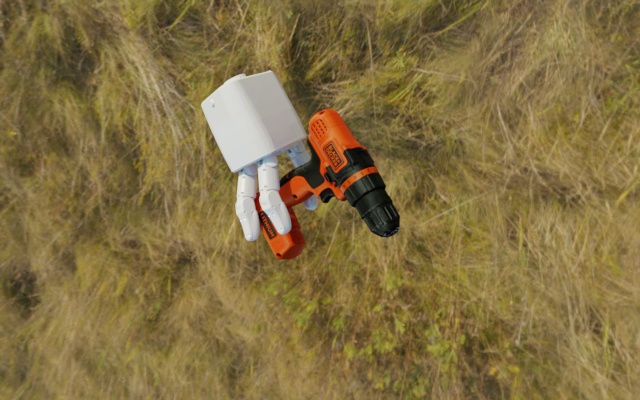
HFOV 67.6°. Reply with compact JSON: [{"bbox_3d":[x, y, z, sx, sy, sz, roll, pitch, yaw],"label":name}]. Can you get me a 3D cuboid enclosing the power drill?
[{"bbox_3d":[0.000,0.002,0.635,0.188,0.184,0.057,-40,-22,31],"label":"power drill"}]
